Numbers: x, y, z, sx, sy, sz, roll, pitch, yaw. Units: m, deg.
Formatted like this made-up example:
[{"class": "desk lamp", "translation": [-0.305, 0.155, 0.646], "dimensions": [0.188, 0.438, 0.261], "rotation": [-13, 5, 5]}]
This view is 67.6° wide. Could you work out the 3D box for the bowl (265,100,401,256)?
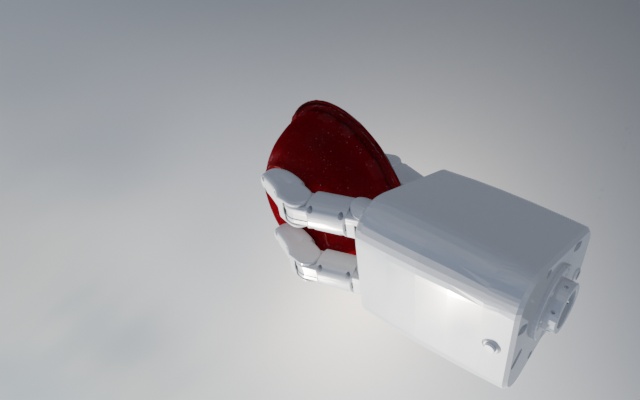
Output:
[{"class": "bowl", "translation": [-0.001, 0.001, 0.403], "dimensions": [0.055, 0.162, 0.162], "rotation": [-29, 13, -24]}]
